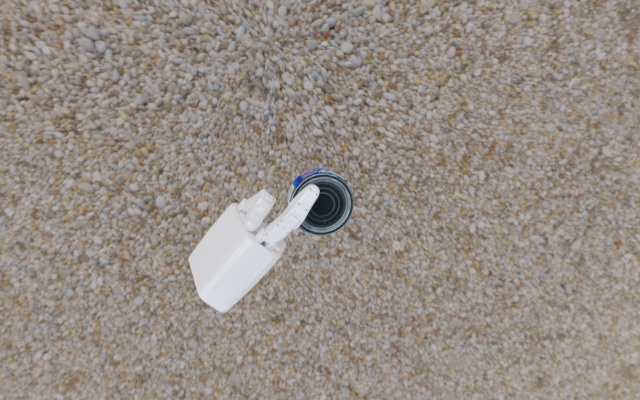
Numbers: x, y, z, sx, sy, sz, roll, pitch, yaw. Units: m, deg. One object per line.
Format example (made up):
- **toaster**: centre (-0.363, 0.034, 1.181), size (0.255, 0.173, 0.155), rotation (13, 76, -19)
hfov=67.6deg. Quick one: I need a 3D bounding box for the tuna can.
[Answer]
- **tuna can**: centre (0.000, 0.002, 0.623), size (0.086, 0.086, 0.033), rotation (0, 14, -10)
